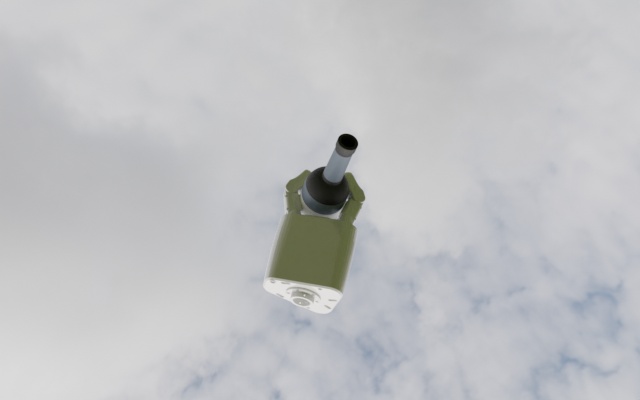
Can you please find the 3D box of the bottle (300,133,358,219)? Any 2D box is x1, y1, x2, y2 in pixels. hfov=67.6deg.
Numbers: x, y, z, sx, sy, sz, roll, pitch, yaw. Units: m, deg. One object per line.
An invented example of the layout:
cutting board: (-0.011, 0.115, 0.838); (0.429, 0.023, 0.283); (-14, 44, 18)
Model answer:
bottle: (0.000, 0.002, 0.724); (0.069, 0.069, 0.296); (0, -32, -16)
